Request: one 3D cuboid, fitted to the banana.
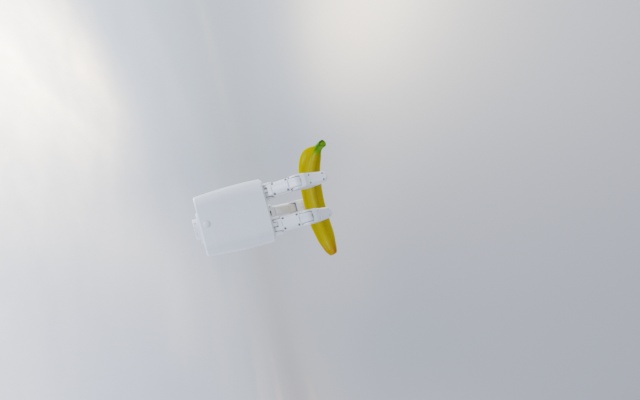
[{"bbox_3d":[-0.007,-0.006,0.794,0.037,0.198,0.069,-15,21,-18],"label":"banana"}]
